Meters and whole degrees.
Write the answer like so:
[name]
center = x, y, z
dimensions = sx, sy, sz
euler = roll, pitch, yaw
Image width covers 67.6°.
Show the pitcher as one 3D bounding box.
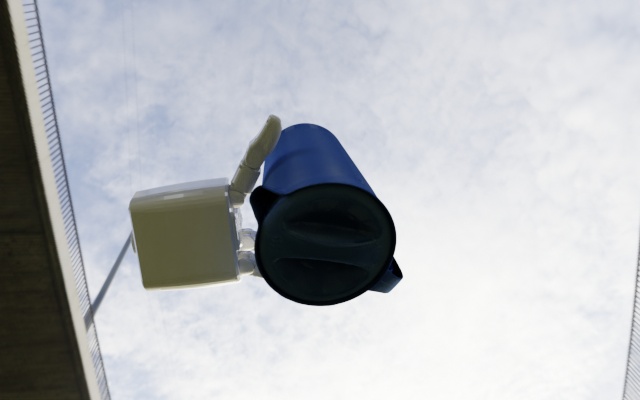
[pitcher]
center = 0.000, 0.002, 0.545
dimensions = 0.145, 0.149, 0.242
euler = -9, 26, -3
